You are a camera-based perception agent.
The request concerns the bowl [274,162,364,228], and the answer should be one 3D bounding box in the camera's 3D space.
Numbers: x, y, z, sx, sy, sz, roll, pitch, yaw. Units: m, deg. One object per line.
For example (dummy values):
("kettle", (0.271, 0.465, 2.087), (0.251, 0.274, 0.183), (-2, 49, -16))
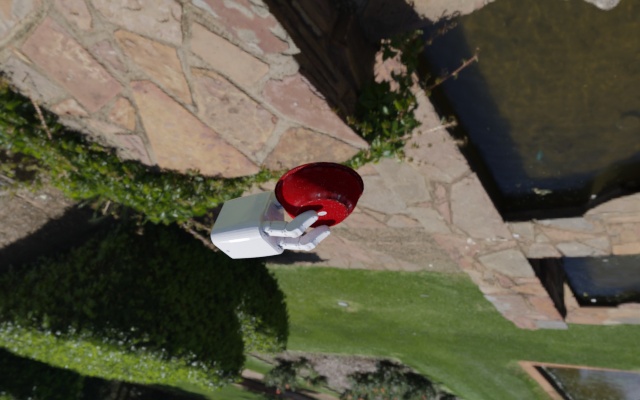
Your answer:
("bowl", (0.001, 0.003, 0.842), (0.162, 0.055, 0.162), (-4, -35, -3))
